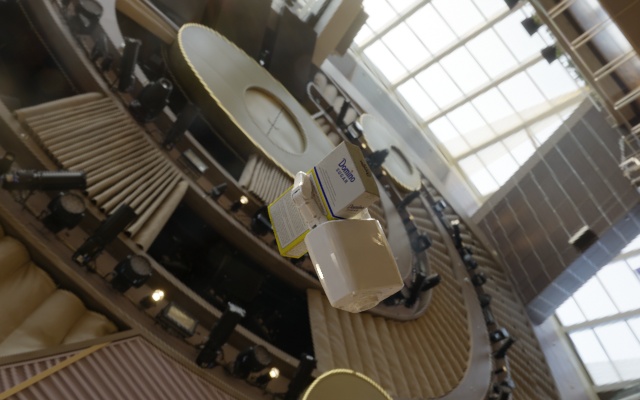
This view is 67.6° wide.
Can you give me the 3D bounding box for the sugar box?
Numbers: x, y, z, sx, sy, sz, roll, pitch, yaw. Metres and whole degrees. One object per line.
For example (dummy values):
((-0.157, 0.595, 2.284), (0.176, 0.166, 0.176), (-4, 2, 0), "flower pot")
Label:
((0.000, 0.003, 0.709), (0.176, 0.093, 0.048), (-36, -33, 27), "sugar box")
